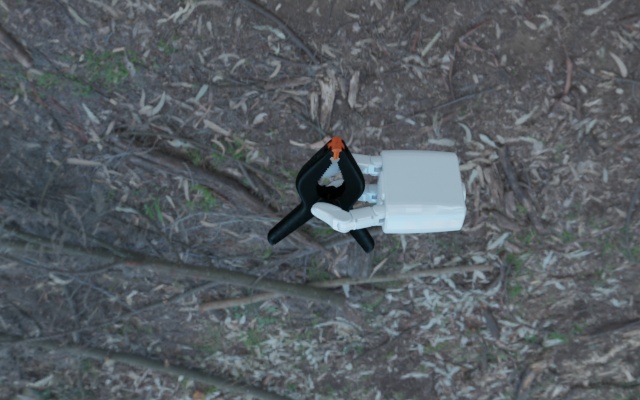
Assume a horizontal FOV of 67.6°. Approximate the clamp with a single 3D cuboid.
[{"bbox_3d":[0.000,0.002,0.675,0.164,0.210,0.036,-1,44,0],"label":"clamp"}]
